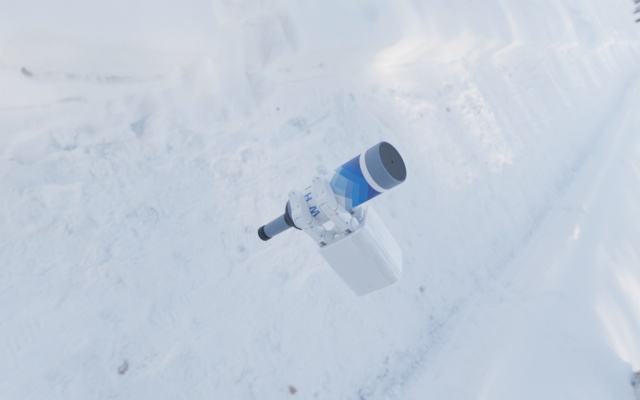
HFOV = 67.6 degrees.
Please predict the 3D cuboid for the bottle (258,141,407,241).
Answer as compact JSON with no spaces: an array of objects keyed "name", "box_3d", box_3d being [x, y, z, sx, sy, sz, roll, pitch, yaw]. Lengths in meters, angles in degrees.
[{"name":"bottle","box_3d":[0.000,0.002,0.766,0.296,0.069,0.069,-29,-19,37]}]
